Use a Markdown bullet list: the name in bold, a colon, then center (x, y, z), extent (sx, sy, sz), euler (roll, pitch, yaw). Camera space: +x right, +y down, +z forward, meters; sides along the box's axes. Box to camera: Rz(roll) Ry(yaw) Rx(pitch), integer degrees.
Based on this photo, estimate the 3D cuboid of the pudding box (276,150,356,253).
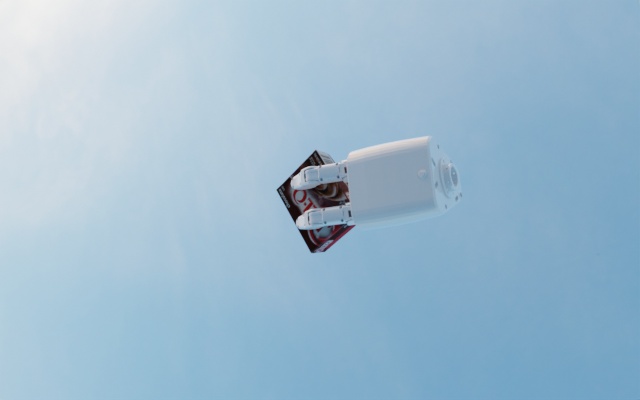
- **pudding box**: center (0.000, 0.002, 0.655), extent (0.090, 0.113, 0.039), euler (-43, -28, 26)
